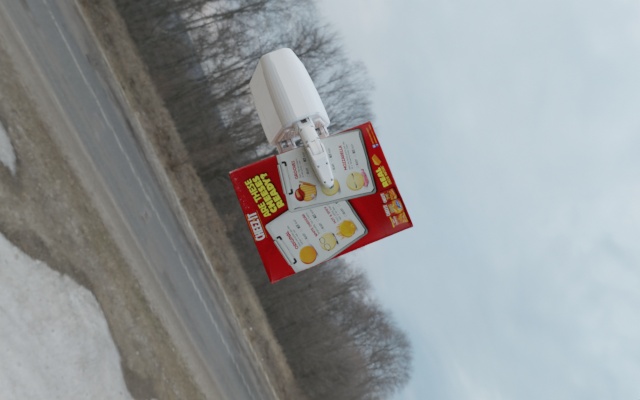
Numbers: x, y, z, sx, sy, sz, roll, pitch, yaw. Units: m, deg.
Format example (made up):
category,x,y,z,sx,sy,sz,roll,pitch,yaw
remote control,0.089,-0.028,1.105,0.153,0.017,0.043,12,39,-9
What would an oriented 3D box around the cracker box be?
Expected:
category,x,y,z,sx,sy,sz,roll,pitch,yaw
cracker box,0.000,0.002,0.684,0.213,0.164,0.072,-21,-5,-7
